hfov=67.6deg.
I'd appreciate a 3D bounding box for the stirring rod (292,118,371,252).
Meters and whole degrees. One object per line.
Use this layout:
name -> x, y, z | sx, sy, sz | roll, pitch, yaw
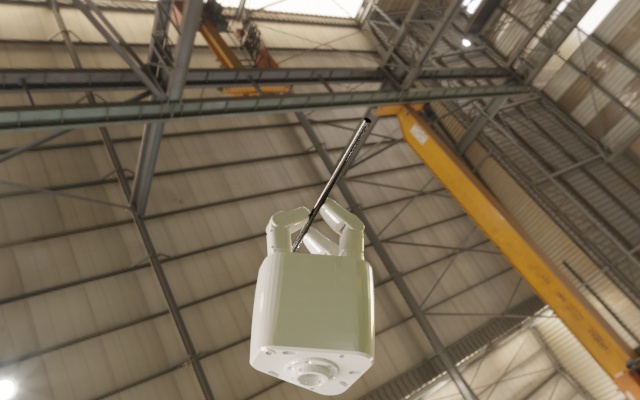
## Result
stirring rod -> 0.000, 0.002, 0.538 | 0.011, 0.011, 0.240 | 0, -41, -30
